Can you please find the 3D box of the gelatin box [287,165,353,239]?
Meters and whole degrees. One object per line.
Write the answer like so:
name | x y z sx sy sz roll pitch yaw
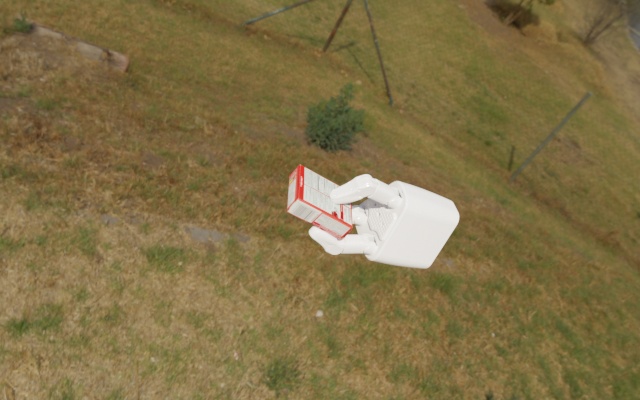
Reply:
gelatin box | 0.000 0.002 0.632 0.089 0.073 0.030 28 -55 -22
